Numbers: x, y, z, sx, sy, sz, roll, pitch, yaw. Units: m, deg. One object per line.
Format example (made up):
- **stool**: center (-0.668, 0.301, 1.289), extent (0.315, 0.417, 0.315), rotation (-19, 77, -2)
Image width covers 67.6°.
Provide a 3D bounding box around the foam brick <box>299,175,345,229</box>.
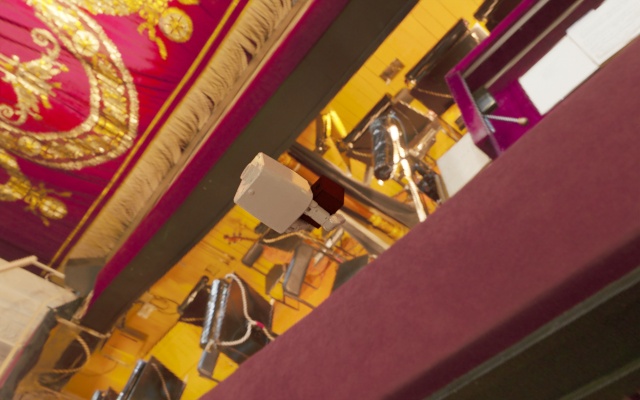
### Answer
- **foam brick**: center (0.000, 0.003, 0.873), extent (0.051, 0.078, 0.053), rotation (34, 29, -20)
